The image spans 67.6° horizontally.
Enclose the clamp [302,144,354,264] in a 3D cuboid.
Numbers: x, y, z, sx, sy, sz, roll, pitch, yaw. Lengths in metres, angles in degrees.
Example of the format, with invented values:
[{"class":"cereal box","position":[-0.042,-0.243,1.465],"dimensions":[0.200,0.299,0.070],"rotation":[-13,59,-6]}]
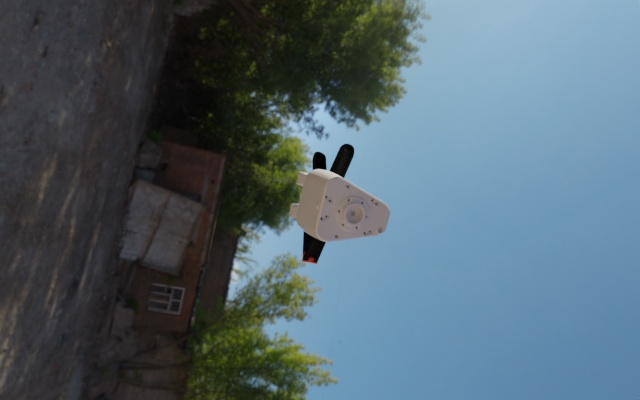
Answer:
[{"class":"clamp","position":[0.001,0.003,0.834],"dimensions":[0.036,0.210,0.164],"rotation":[13,4,-17]}]
